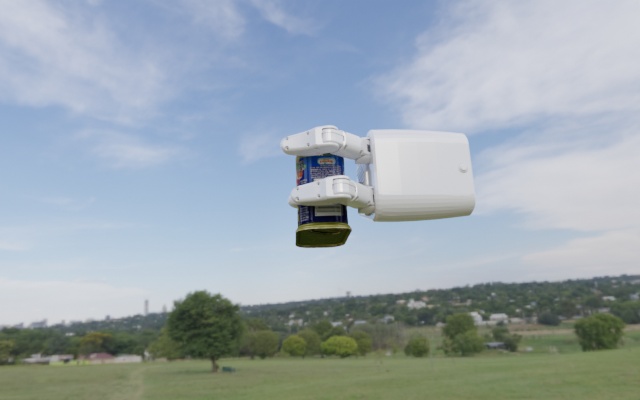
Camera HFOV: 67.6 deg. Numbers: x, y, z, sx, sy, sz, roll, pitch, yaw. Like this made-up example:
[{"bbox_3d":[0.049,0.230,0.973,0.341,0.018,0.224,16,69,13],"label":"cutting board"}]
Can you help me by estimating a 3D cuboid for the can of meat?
[{"bbox_3d":[0.000,0.001,0.525,0.057,0.084,0.102,-1,-16,-3],"label":"can of meat"}]
